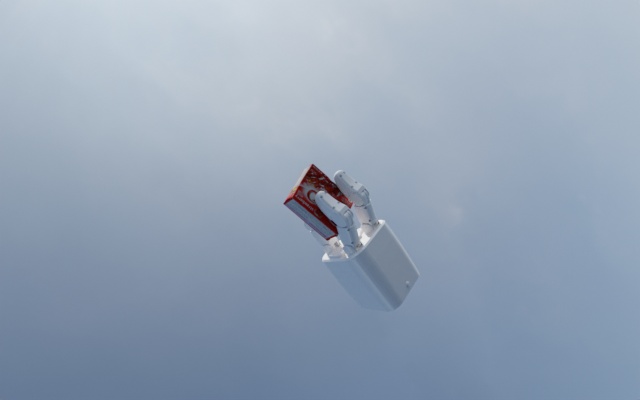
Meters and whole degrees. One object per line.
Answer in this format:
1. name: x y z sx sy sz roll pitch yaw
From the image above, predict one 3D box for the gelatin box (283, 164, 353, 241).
1. gelatin box: 0.000 0.002 0.693 0.089 0.073 0.030 40 -39 -14
